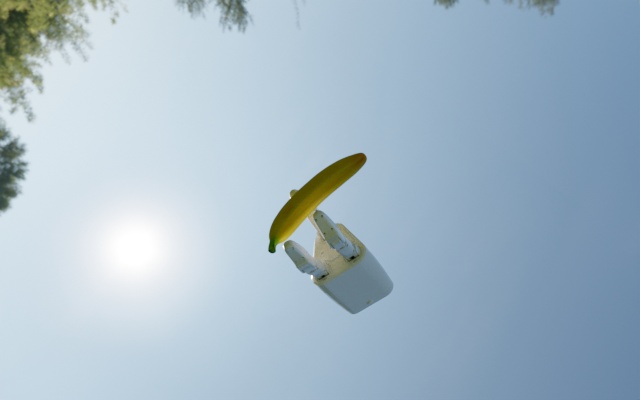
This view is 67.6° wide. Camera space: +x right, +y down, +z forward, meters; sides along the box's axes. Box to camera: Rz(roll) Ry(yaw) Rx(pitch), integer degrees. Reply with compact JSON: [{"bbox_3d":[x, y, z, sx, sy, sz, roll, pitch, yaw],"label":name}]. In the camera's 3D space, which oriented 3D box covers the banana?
[{"bbox_3d":[-0.011,0.000,0.703,0.037,0.198,0.069,49,-12,-32],"label":"banana"}]
